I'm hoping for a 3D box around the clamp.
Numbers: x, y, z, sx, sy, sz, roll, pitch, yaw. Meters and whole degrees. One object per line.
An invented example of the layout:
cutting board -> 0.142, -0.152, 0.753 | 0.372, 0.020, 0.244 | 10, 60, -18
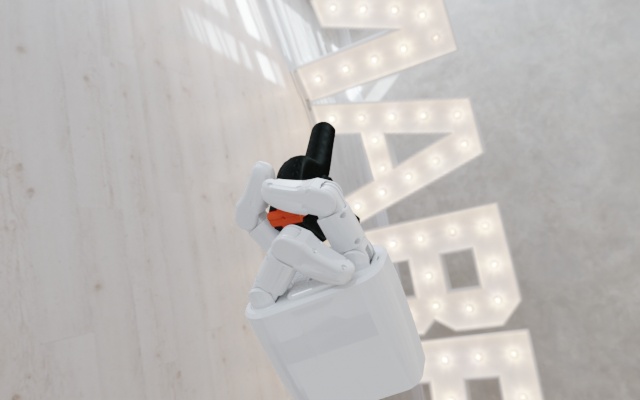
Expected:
clamp -> 0.001, 0.001, 0.446 | 0.039, 0.120, 0.171 | -18, 17, 24
